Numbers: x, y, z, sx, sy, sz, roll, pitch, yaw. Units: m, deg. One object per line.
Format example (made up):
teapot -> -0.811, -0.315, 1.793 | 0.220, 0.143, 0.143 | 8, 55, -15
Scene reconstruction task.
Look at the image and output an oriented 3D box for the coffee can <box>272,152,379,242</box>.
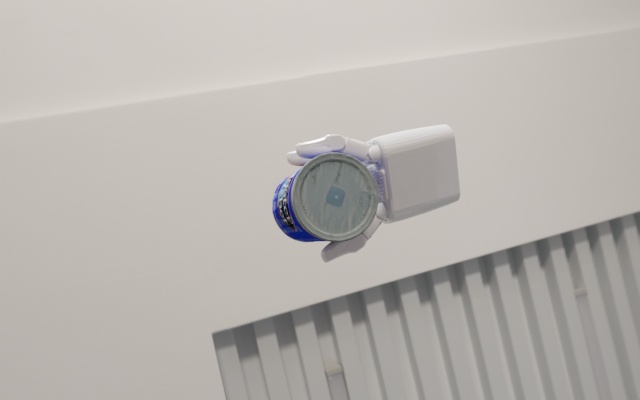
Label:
coffee can -> 0.000, 0.002, 0.607 | 0.103, 0.103, 0.140 | 0, -5, -15
